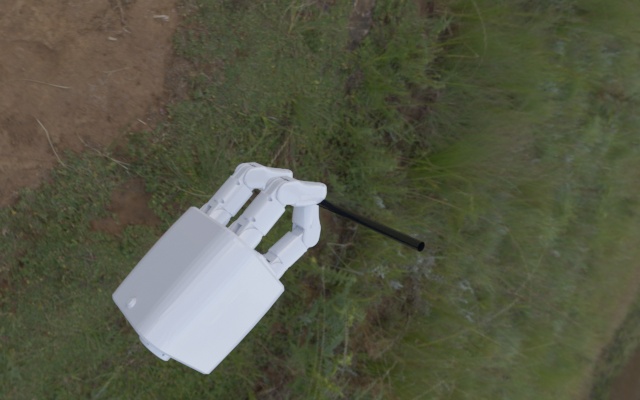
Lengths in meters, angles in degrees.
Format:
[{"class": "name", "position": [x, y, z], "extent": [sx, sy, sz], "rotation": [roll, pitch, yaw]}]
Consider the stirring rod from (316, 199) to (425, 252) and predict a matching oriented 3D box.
[{"class": "stirring rod", "position": [0.000, 0.002, 0.445], "extent": [0.011, 0.011, 0.239], "rotation": [0, 16, -41]}]
